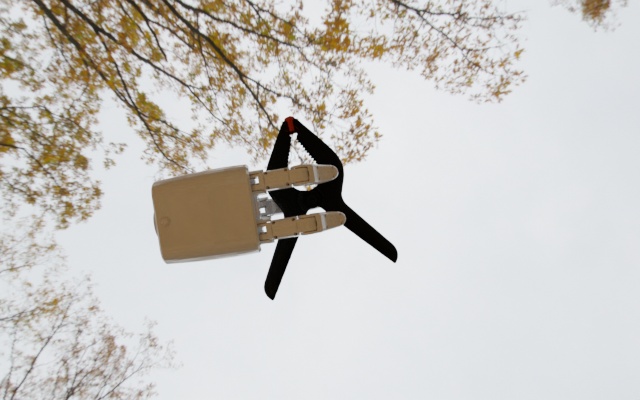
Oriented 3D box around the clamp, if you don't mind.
[{"bbox_3d":[0.000,0.001,0.571,0.164,0.210,0.036,-9,-1,-7],"label":"clamp"}]
